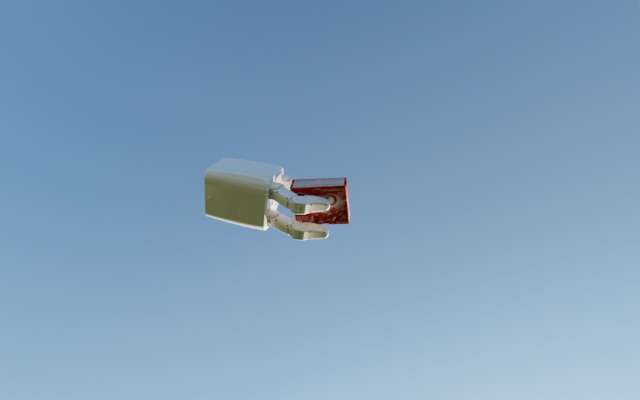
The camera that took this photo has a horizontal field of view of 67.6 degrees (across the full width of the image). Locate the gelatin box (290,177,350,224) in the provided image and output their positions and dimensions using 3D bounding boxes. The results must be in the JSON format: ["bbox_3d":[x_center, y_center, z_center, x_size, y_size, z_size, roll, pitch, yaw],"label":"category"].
[{"bbox_3d":[0.001,0.002,0.761,0.089,0.073,0.030,-2,33,8],"label":"gelatin box"}]
